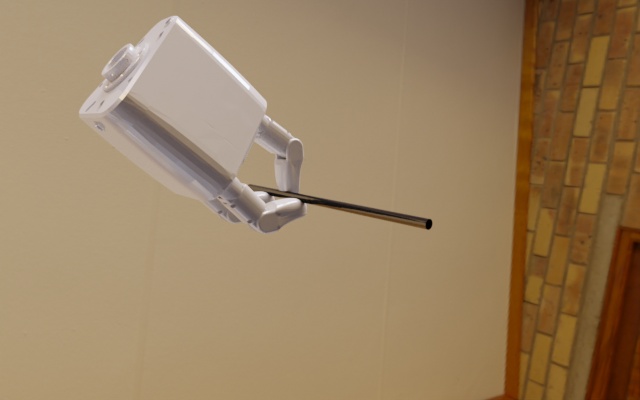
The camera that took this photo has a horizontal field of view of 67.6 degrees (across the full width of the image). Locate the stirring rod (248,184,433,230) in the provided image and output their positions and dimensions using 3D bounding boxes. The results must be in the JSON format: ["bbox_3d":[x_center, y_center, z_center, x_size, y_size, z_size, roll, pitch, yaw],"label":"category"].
[{"bbox_3d":[0.000,0.001,0.429,0.011,0.011,0.239,0,7,-40],"label":"stirring rod"}]
